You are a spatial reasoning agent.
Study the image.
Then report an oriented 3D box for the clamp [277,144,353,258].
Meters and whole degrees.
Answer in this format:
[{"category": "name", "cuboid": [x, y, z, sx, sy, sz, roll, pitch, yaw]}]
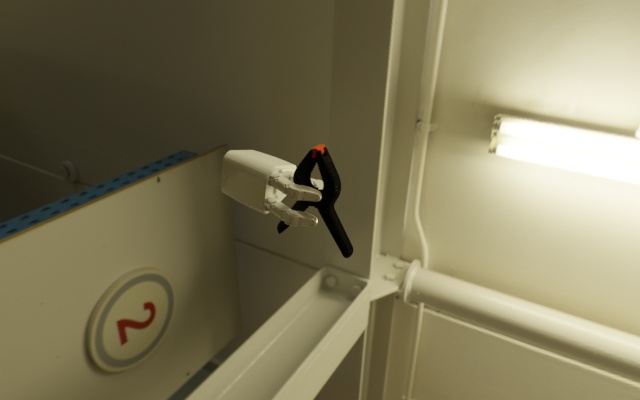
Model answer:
[{"category": "clamp", "cuboid": [0.000, 0.002, 0.873, 0.164, 0.210, 0.036, 23, 33, 21]}]
